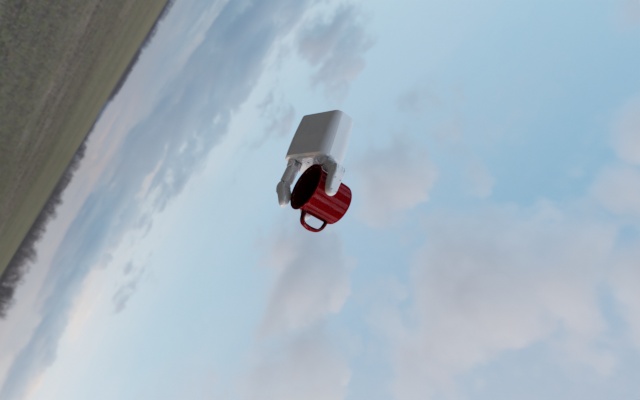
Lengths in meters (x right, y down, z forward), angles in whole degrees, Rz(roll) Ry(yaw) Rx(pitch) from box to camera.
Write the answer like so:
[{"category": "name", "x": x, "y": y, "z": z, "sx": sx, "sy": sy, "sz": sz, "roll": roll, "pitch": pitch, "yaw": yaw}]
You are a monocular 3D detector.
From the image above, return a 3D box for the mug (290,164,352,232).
[{"category": "mug", "x": 0.000, "y": 0.004, "z": 0.875, "sx": 0.081, "sy": 0.117, "sz": 0.093, "roll": 30, "pitch": -25, "yaw": -27}]
